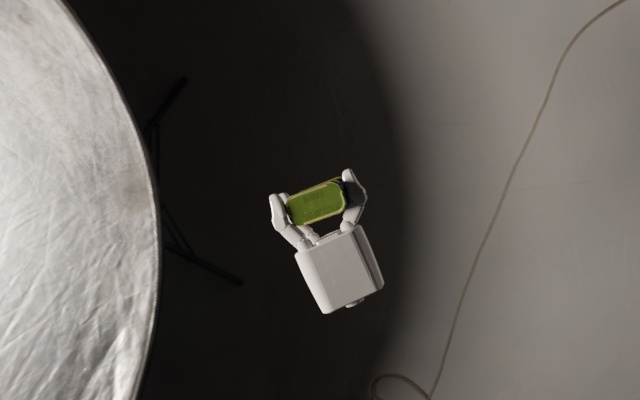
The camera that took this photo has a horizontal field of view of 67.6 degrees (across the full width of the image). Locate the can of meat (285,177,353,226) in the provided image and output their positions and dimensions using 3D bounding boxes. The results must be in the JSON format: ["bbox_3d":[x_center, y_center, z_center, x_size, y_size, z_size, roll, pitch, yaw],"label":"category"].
[{"bbox_3d":[0.000,0.002,0.779,0.102,0.057,0.084,-20,1,13],"label":"can of meat"}]
